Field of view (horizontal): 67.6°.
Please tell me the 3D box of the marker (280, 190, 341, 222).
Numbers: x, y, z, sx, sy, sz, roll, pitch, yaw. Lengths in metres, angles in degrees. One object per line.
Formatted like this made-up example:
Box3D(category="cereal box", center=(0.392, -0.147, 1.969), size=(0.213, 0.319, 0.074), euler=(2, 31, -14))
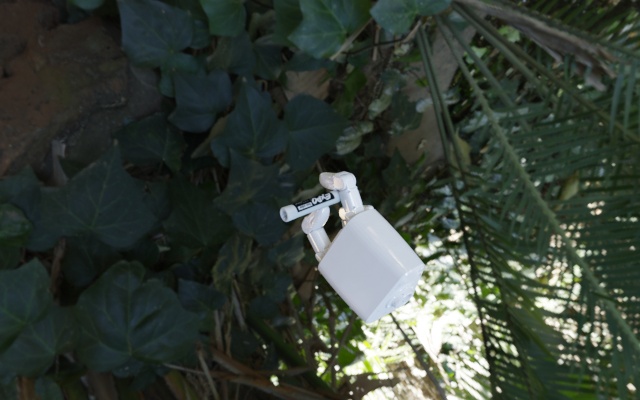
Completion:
Box3D(category="marker", center=(0.000, 0.002, 0.639), size=(0.121, 0.020, 0.020), euler=(-19, 11, -36))
